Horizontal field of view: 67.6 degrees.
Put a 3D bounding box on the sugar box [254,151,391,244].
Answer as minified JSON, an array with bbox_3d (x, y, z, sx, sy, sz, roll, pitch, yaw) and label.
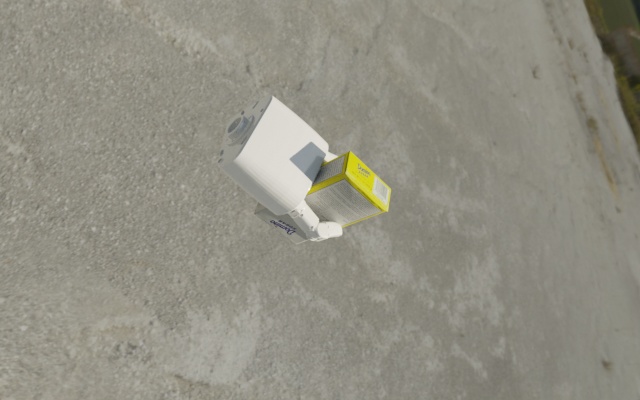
[{"bbox_3d":[0.000,0.002,0.670,0.176,0.048,0.093,-20,-48,39],"label":"sugar box"}]
